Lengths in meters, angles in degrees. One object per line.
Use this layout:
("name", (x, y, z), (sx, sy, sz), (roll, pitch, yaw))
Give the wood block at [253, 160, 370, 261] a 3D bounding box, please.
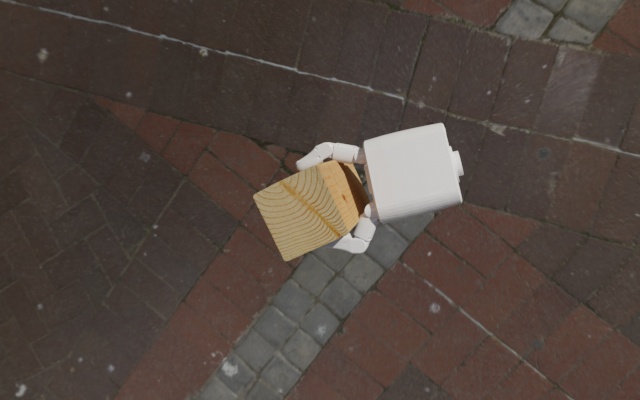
("wood block", (0.000, 0.002, 0.652), (0.090, 0.091, 0.206), (-25, 1, 15))
